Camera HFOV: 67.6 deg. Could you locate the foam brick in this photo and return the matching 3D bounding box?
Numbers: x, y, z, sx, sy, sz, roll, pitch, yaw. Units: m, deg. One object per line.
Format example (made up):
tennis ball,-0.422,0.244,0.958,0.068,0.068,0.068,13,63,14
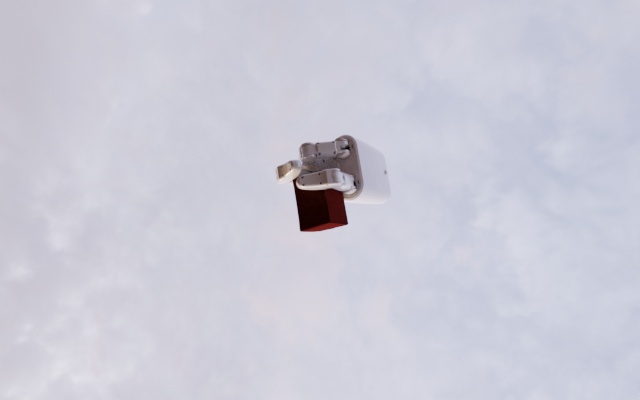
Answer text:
foam brick,0.000,0.003,0.675,0.053,0.078,0.051,-16,-14,30
